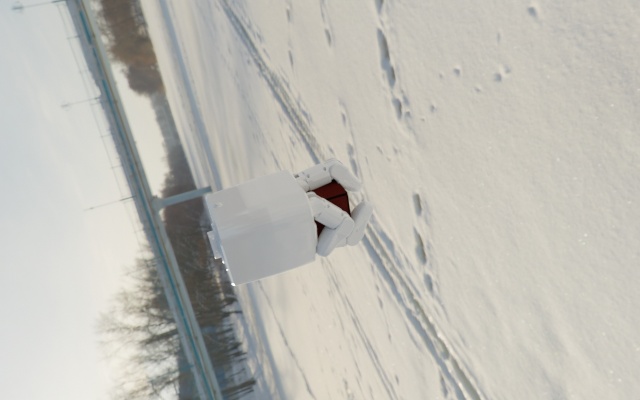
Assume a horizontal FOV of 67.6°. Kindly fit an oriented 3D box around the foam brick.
[{"bbox_3d":[0.000,0.002,0.607,0.051,0.053,0.078,-18,31,-13],"label":"foam brick"}]
